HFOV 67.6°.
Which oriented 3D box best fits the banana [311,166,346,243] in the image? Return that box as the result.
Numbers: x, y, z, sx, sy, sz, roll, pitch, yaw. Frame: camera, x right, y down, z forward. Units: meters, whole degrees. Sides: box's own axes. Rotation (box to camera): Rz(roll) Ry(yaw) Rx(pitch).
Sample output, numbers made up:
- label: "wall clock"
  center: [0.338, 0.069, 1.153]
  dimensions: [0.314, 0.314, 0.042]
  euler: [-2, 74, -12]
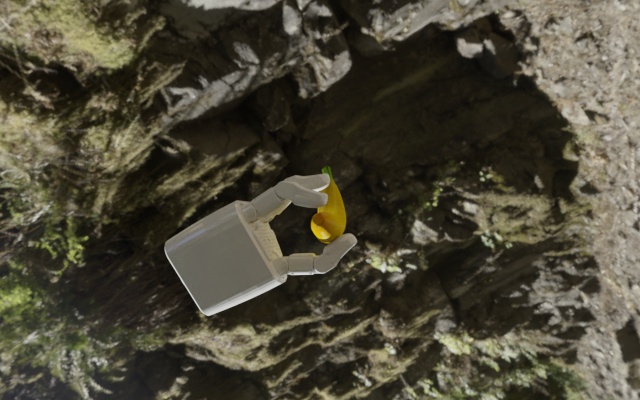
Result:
- label: "banana"
  center: [0.008, 0.017, 0.621]
  dimensions: [0.037, 0.070, 0.197]
  euler: [-24, 18, 10]
